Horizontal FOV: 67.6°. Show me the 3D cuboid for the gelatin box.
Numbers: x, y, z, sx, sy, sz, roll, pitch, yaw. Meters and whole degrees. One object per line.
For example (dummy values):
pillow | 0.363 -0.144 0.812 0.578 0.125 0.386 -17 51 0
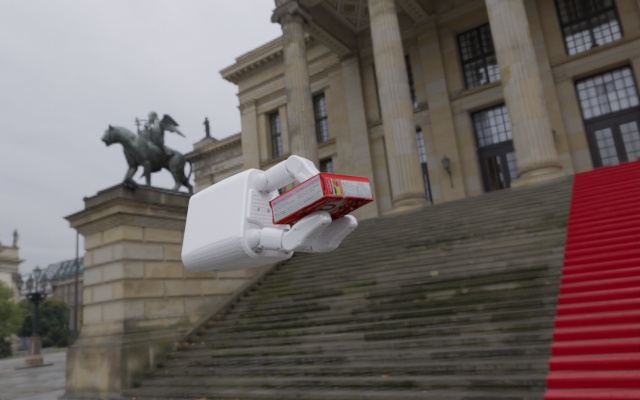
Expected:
gelatin box | 0.000 0.001 0.513 0.073 0.030 0.089 4 -24 -43
